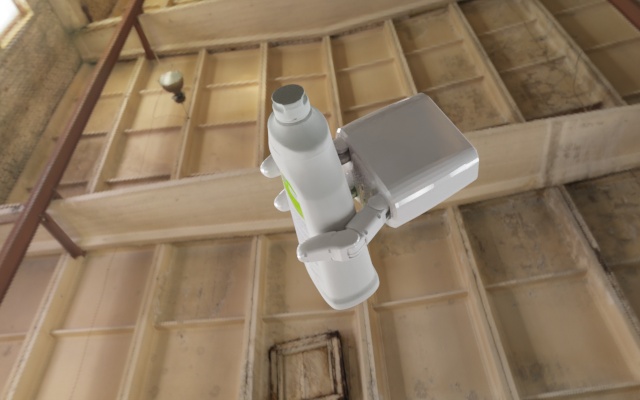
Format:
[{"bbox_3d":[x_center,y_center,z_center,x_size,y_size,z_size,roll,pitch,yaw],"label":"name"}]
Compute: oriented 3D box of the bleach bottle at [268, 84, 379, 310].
[{"bbox_3d":[0.000,0.002,0.477,0.068,0.251,0.102,-28,47,-12],"label":"bleach bottle"}]
